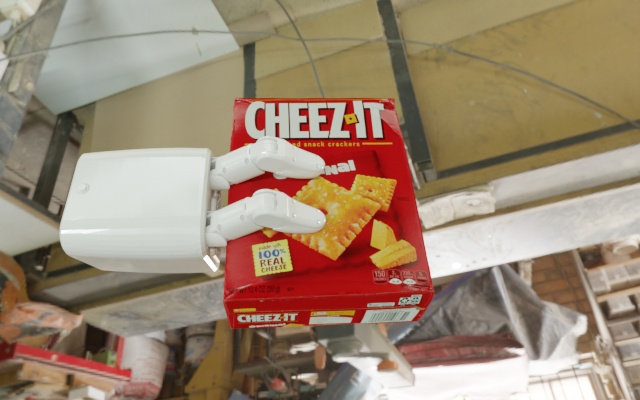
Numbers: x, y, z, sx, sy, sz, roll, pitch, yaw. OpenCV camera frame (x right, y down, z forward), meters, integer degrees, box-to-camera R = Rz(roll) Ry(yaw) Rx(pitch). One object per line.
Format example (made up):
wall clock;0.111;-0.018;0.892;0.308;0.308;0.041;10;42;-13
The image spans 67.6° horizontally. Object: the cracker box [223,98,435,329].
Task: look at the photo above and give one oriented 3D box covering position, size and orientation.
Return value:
cracker box;0.000;0.002;0.436;0.164;0.213;0.072;-1;-33;-5
